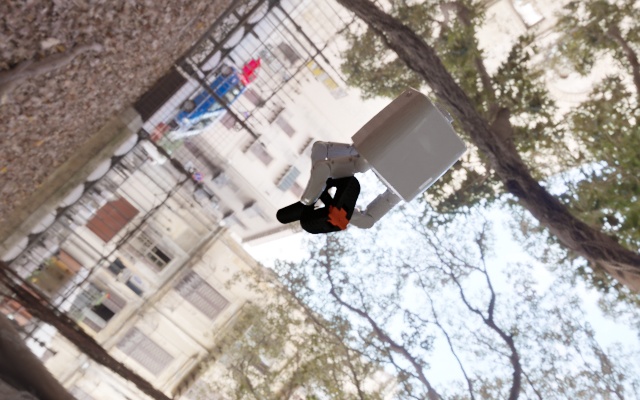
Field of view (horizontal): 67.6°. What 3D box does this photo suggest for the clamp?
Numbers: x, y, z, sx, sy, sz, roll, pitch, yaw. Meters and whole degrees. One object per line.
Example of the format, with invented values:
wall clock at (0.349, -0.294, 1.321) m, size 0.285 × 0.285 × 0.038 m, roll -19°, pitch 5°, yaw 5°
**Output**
clamp at (0.001, 0.003, 0.644) m, size 0.164 × 0.036 × 0.210 m, roll -42°, pitch 16°, yaw 11°
